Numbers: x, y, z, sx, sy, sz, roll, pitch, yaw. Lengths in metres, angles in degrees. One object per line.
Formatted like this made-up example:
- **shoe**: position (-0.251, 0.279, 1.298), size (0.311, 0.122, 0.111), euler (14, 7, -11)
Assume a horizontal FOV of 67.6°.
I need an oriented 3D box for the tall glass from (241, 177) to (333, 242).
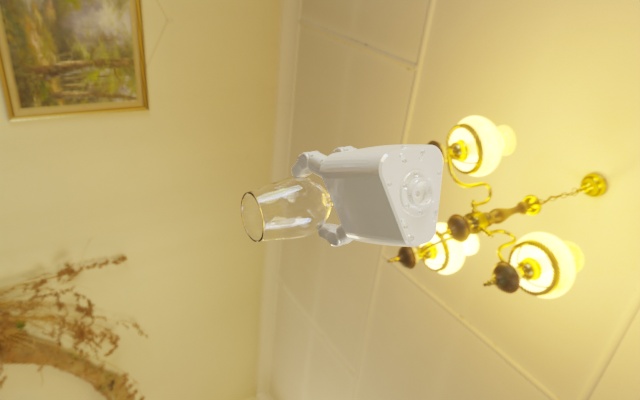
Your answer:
- **tall glass**: position (0.001, 0.002, 0.625), size (0.201, 0.079, 0.079), euler (-12, 6, -31)
